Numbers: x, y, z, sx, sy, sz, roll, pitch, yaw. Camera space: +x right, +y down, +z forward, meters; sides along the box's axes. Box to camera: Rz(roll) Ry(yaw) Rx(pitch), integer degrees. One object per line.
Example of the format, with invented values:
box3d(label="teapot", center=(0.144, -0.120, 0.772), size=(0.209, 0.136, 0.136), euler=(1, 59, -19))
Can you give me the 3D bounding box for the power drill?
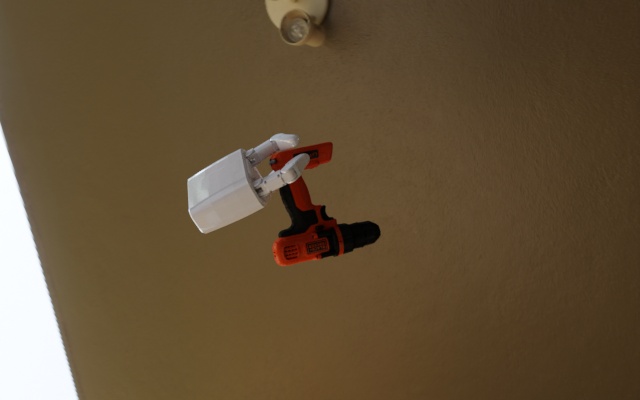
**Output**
box3d(label="power drill", center=(0.000, 0.002, 0.783), size=(0.184, 0.187, 0.057), euler=(-12, 2, -16))
